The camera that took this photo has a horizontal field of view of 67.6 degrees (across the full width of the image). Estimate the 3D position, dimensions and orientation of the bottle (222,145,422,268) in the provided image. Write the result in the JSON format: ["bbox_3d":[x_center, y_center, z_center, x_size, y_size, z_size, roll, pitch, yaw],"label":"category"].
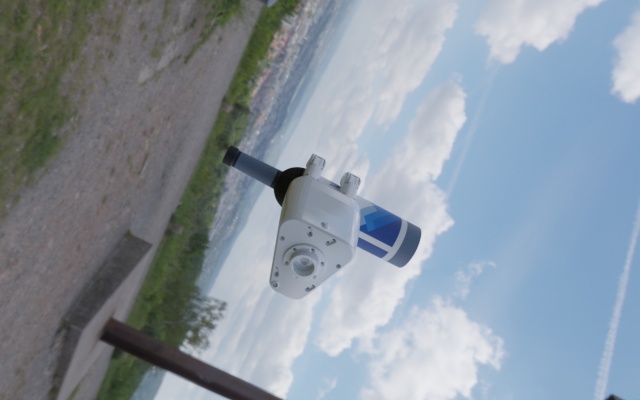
[{"bbox_3d":[0.000,0.002,0.679,0.296,0.069,0.069,27,-4,-8],"label":"bottle"}]
